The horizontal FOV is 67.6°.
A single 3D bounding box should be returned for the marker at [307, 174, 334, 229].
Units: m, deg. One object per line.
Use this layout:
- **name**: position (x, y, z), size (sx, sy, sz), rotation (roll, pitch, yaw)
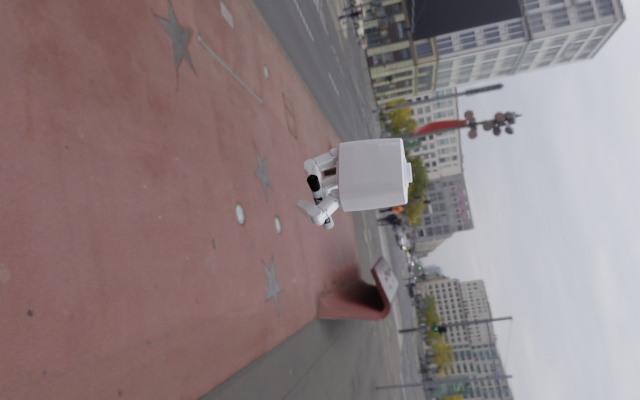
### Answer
- **marker**: position (0.000, 0.003, 0.783), size (0.020, 0.020, 0.121), rotation (0, -42, 18)
